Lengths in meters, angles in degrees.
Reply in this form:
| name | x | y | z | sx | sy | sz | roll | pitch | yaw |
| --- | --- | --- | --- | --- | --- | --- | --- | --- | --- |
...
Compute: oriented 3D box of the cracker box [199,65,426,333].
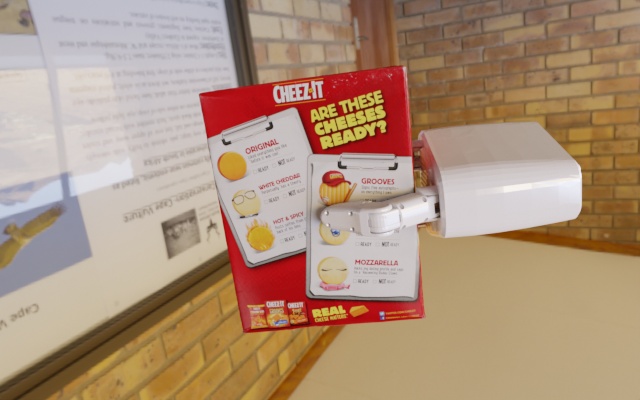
| name | x | y | z | sx | sy | sz | roll | pitch | yaw |
| --- | --- | --- | --- | --- | --- | --- | --- | --- | --- |
| cracker box | 0.000 | 0.002 | 0.421 | 0.164 | 0.214 | 0.072 | -6 | 14 | 5 |
